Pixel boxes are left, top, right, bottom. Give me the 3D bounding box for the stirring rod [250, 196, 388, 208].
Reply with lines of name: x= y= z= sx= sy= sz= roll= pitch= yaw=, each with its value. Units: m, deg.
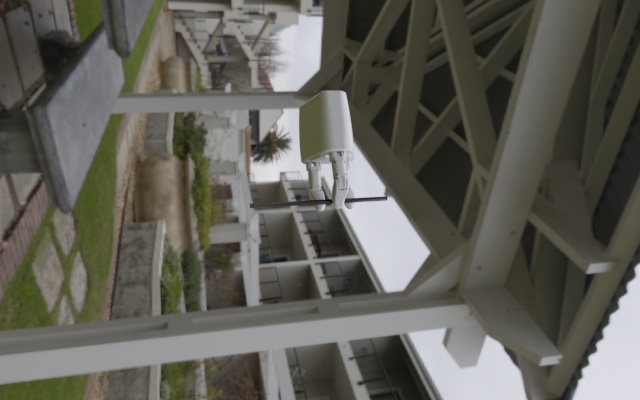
stirring rod: x=0.000 y=0.003 z=0.819 sx=0.239 sy=0.011 sz=0.011 roll=-3 pitch=1 yaw=-12
